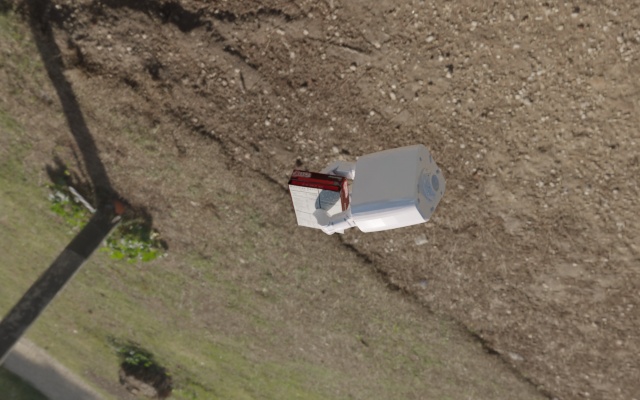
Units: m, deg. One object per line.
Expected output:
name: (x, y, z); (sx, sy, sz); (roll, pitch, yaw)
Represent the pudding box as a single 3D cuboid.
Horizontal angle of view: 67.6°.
pudding box: (0.000, 0.003, 0.786); (0.090, 0.039, 0.114); (10, -40, 16)
